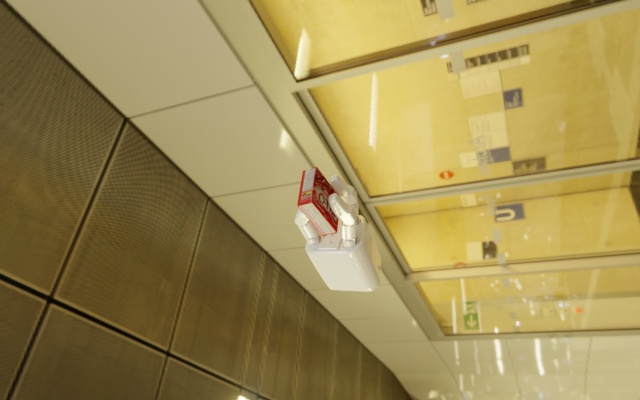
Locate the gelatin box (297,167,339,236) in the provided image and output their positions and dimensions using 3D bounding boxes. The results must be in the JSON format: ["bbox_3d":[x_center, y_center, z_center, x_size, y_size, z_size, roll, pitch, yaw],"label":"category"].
[{"bbox_3d":[0.000,0.002,0.764,0.030,0.073,0.089,-15,-44,25],"label":"gelatin box"}]
